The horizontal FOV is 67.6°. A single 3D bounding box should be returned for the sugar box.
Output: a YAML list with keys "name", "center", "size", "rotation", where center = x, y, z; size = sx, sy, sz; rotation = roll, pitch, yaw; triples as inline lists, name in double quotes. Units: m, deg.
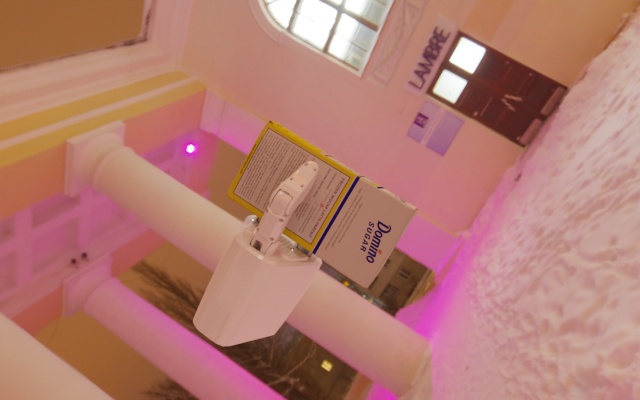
- name: "sugar box"
  center: [0.000, 0.002, 0.491]
  size: [0.176, 0.093, 0.048]
  rotation: [33, 11, 11]
